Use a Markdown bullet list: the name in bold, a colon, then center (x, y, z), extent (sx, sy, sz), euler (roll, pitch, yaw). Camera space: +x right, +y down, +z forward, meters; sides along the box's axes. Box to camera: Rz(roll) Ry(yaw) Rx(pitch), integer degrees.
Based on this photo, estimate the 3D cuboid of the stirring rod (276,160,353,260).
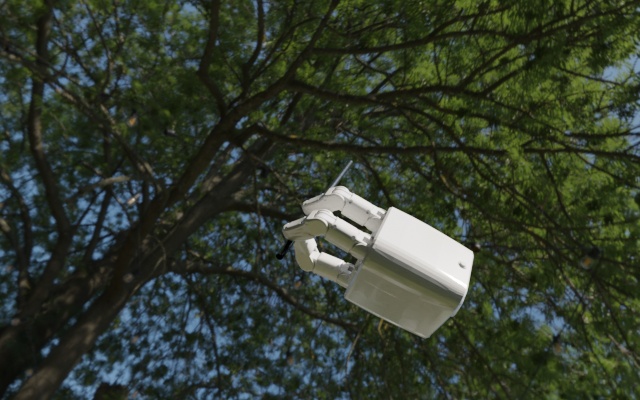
- **stirring rod**: center (0.000, 0.002, 0.595), extent (0.011, 0.011, 0.239), euler (0, 28, 24)
